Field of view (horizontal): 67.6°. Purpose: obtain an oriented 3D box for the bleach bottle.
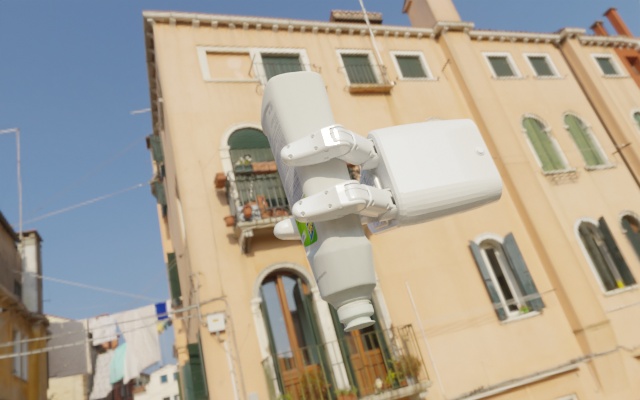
[{"bbox_3d":[0.000,0.001,0.465,0.068,0.250,0.103,-10,-24,-13],"label":"bleach bottle"}]
